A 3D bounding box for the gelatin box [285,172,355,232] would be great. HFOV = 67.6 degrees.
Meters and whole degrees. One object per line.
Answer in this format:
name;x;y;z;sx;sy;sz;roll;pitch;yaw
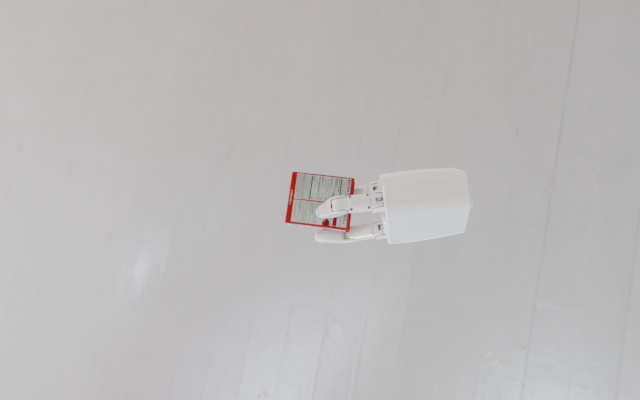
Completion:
gelatin box;0.000;0.002;0.661;0.089;0.073;0.030;7;-9;4
